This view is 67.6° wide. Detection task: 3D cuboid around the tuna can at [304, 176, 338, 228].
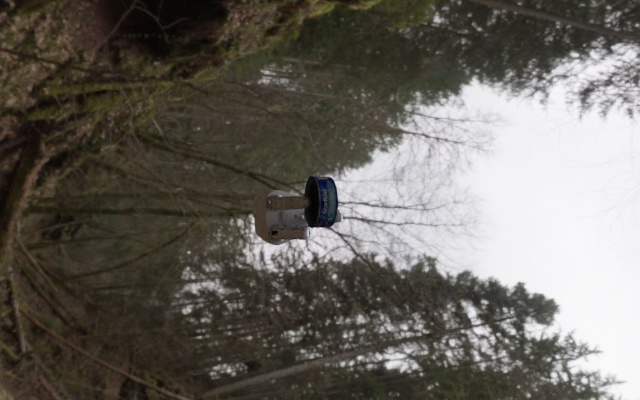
[{"bbox_3d":[0.001,0.003,0.786,0.034,0.086,0.086,0,0,-18],"label":"tuna can"}]
